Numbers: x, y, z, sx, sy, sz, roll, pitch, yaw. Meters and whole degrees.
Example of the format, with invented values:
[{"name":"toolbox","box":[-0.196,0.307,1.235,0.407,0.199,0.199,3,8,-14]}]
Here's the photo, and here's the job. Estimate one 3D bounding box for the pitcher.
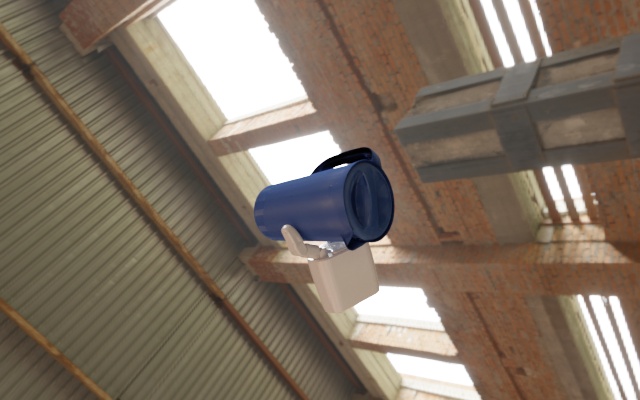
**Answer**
[{"name":"pitcher","box":[0.000,0.003,0.839,0.243,0.145,0.149,-7,14,43]}]
